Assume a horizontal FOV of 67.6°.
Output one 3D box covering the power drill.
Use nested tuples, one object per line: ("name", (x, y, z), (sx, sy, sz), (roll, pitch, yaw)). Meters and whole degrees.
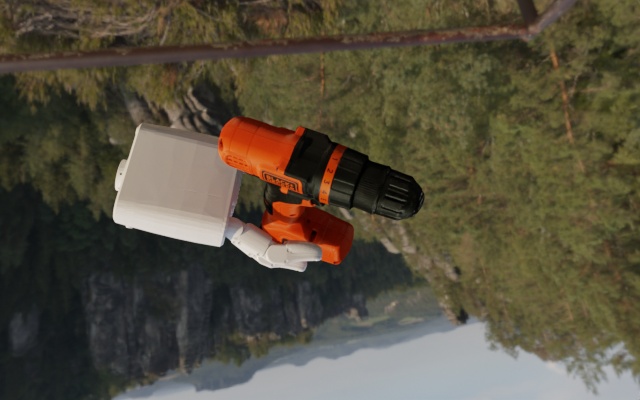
("power drill", (0.000, 0.002, 0.474), (0.184, 0.057, 0.188), (21, -25, 10))
